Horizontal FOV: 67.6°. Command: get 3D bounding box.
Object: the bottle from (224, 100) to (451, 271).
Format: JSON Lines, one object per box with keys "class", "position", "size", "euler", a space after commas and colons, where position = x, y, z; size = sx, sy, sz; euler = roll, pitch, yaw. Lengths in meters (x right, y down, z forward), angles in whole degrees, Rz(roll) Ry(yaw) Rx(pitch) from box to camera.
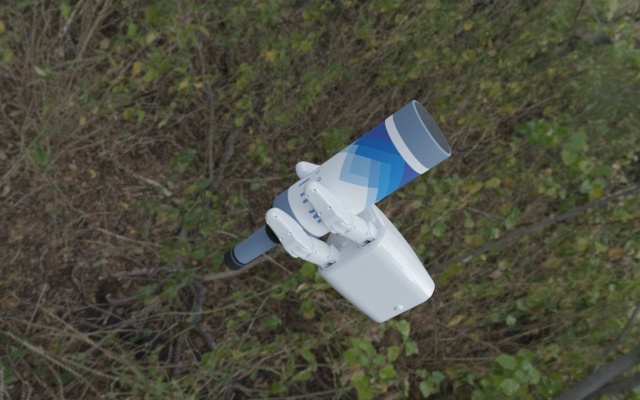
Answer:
{"class": "bottle", "position": [0.000, 0.002, 0.535], "size": [0.296, 0.069, 0.069], "euler": [-34, -16, 25]}
